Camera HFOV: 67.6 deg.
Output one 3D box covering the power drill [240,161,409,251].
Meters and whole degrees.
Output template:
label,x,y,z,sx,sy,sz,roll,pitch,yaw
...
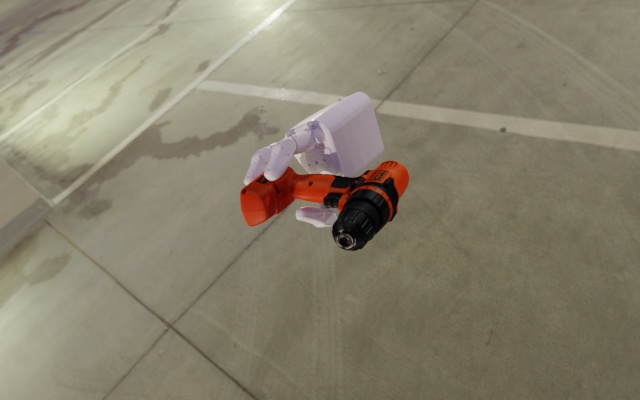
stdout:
label,x,y,z,sx,sy,sz,roll,pitch,yaw
power drill,0.000,0.002,0.580,0.187,0.057,0.184,4,24,25
